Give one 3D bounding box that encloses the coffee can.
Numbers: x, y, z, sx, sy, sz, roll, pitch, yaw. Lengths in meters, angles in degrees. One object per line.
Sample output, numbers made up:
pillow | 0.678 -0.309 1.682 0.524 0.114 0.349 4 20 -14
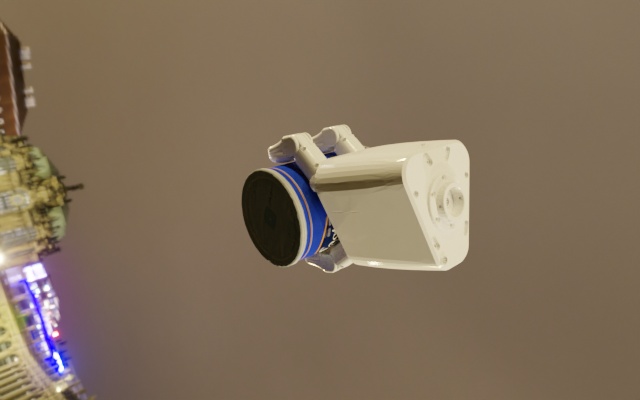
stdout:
coffee can | 0.000 0.002 0.524 0.140 0.103 0.103 -18 12 -38
